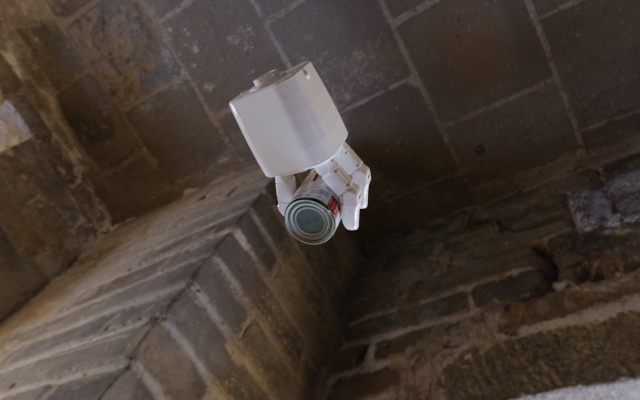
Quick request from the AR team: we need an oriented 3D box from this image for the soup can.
[{"bbox_3d":[0.000,0.003,0.621,0.068,0.068,0.102,0,29,18],"label":"soup can"}]
